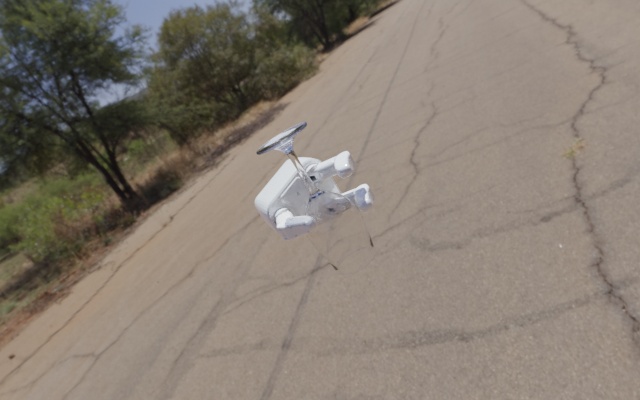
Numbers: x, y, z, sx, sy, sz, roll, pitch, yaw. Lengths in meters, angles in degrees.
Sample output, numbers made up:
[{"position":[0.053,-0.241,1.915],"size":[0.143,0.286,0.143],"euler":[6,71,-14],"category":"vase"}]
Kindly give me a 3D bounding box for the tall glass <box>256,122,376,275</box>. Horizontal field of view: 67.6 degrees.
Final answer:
[{"position":[0.000,0.002,0.630],"size":[0.079,0.201,0.079],"euler":[-28,17,10],"category":"tall glass"}]
